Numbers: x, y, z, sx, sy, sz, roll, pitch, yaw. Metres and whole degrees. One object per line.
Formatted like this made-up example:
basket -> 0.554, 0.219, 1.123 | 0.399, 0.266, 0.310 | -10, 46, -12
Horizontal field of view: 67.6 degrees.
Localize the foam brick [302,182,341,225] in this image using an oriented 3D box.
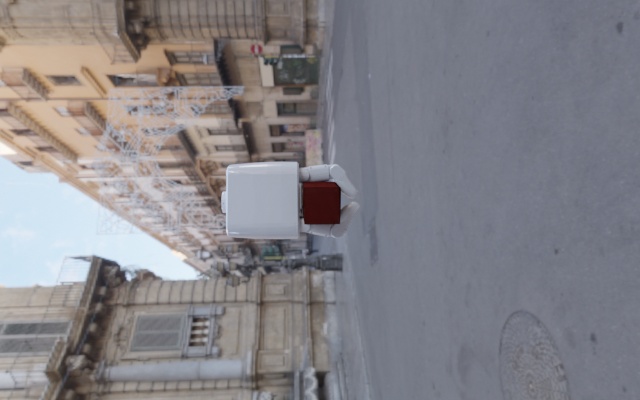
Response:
foam brick -> 0.000, 0.002, 0.684 | 0.051, 0.053, 0.078 | 0, 8, -3
